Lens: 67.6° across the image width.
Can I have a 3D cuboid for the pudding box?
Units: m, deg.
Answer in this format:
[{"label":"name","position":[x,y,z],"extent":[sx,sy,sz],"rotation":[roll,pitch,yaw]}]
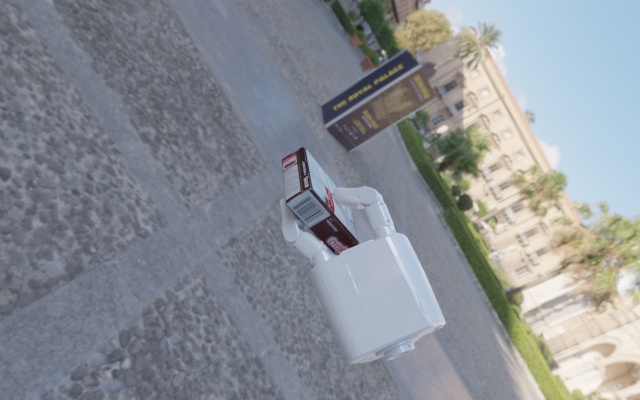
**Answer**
[{"label":"pudding box","position":[0.000,0.002,0.587],"extent":[0.039,0.113,0.090],"rotation":[-30,37,14]}]
